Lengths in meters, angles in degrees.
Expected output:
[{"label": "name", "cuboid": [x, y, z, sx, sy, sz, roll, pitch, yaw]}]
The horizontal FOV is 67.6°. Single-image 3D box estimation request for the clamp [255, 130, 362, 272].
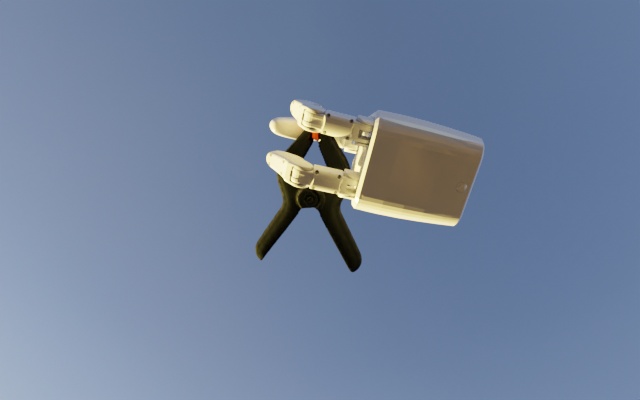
[{"label": "clamp", "cuboid": [0.000, 0.001, 0.519, 0.120, 0.171, 0.039, 13, 22, -2]}]
